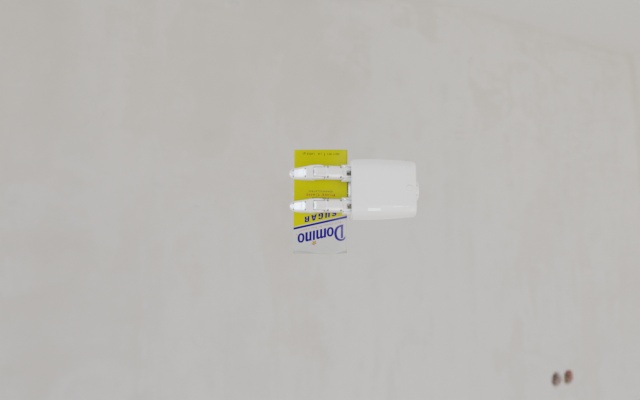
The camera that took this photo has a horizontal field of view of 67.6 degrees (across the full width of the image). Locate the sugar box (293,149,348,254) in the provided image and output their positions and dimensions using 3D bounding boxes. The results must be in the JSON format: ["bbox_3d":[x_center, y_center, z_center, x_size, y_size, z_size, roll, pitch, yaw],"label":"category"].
[{"bbox_3d":[0.000,0.003,0.816,0.093,0.176,0.048,0,-5,2],"label":"sugar box"}]
